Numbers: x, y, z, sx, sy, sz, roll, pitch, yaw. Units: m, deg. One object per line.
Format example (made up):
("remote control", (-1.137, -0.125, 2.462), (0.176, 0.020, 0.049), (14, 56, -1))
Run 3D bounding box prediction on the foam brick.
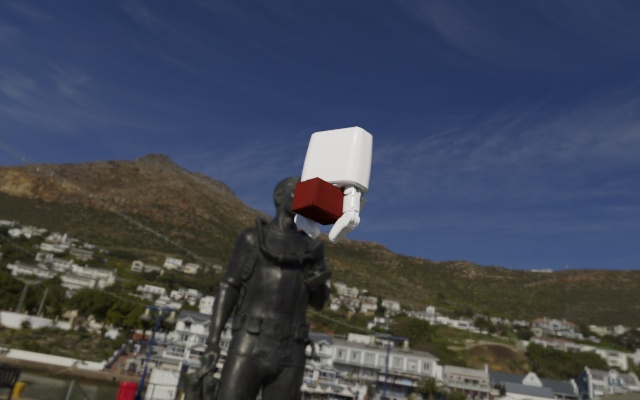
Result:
("foam brick", (0.000, 0.003, 0.779), (0.078, 0.051, 0.053), (27, -27, -38))
